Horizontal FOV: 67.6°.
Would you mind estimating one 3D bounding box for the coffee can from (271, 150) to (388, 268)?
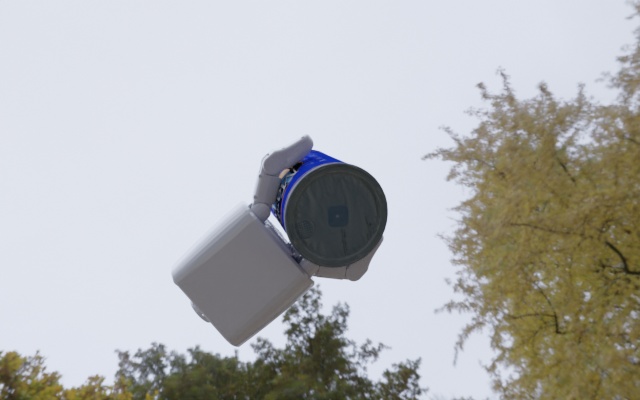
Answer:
[{"bbox_3d":[0.000,0.002,0.520,0.103,0.103,0.140,0,11,-14],"label":"coffee can"}]
